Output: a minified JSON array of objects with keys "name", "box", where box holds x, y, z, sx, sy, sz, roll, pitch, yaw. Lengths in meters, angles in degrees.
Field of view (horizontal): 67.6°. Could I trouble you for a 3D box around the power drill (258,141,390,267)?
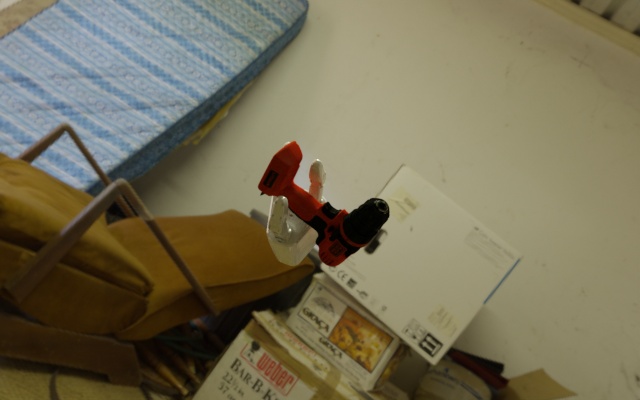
[{"name":"power drill","box":[0.000,0.002,0.716,0.057,0.187,0.184,-40,-7,-38]}]
